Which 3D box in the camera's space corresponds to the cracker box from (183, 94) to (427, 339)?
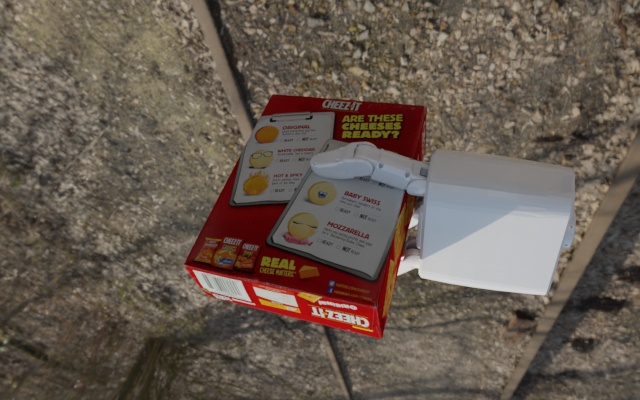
[{"bbox_3d":[0.000,0.001,0.443,0.164,0.213,0.072,9,-36,17],"label":"cracker box"}]
